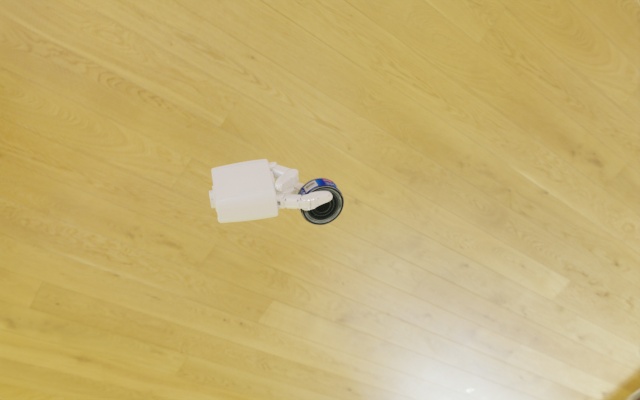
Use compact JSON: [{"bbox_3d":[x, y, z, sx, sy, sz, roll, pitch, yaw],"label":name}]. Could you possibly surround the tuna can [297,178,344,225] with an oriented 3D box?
[{"bbox_3d":[0.000,0.003,0.897,0.086,0.086,0.033,0,27,-19],"label":"tuna can"}]
